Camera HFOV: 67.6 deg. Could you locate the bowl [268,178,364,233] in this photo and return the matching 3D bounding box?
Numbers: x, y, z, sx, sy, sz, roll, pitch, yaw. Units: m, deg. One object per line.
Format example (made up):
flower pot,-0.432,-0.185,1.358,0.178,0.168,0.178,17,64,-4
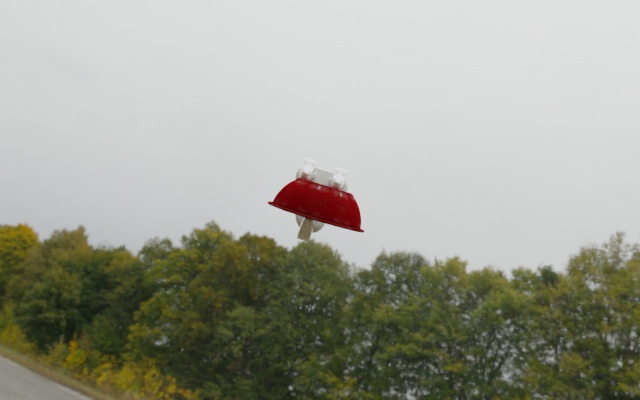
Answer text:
bowl,0.001,0.002,0.764,0.162,0.055,0.162,17,1,0
